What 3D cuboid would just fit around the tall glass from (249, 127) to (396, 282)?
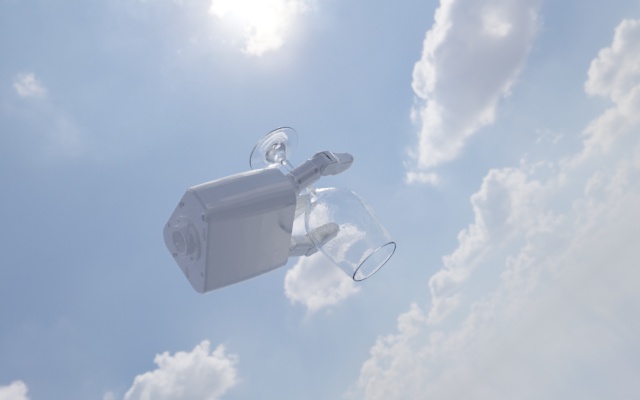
[{"bbox_3d":[0.000,0.001,0.566,0.201,0.079,0.079,48,26,26],"label":"tall glass"}]
